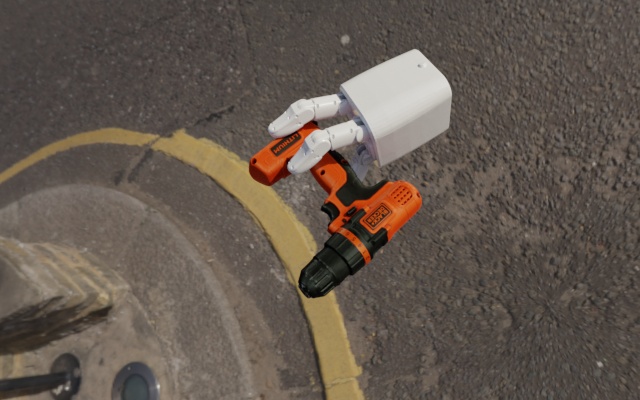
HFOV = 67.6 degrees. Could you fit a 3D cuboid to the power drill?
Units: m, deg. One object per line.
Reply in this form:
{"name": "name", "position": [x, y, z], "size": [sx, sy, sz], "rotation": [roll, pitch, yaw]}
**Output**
{"name": "power drill", "position": [0.000, 0.001, 0.580], "size": [0.184, 0.187, 0.057], "rotation": [-40, -18, -19]}
